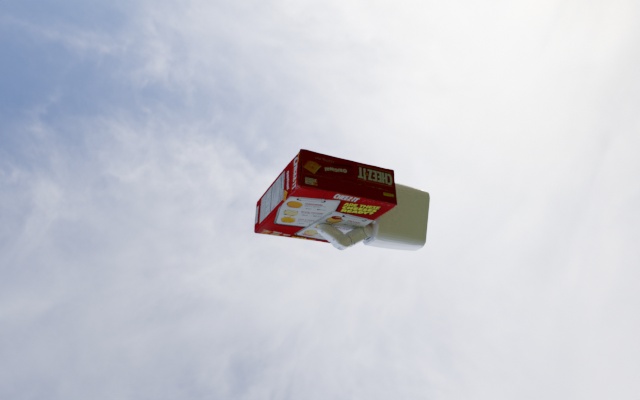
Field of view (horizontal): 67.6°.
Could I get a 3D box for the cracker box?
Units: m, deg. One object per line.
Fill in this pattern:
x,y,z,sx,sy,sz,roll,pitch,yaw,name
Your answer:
0.000,0.003,0.791,0.164,0.072,0.214,10,-26,-22,cracker box
